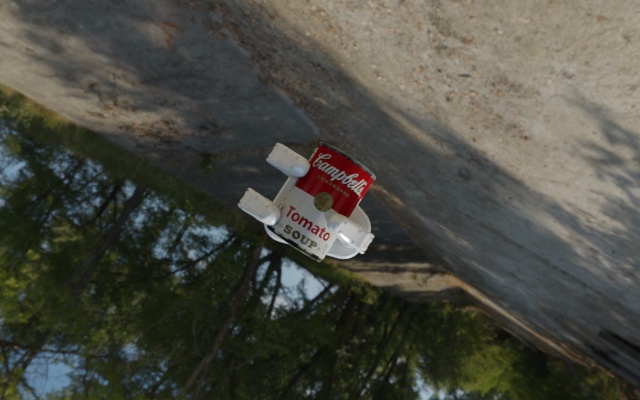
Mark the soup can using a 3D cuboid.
[{"bbox_3d":[0.000,0.002,0.482,0.068,0.102,0.068,33,-3,2],"label":"soup can"}]
